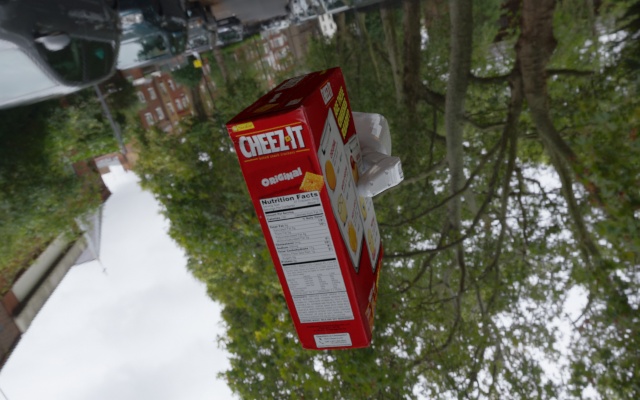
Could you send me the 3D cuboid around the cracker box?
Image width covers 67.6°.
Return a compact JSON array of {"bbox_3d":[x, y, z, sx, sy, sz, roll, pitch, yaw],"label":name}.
[{"bbox_3d":[0.000,0.002,0.444,0.072,0.214,0.164,-10,22,16],"label":"cracker box"}]
